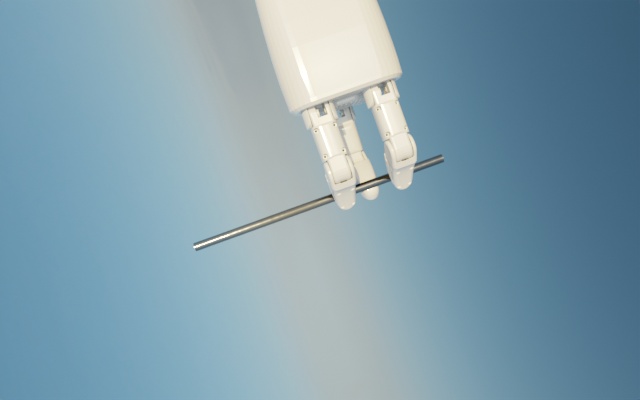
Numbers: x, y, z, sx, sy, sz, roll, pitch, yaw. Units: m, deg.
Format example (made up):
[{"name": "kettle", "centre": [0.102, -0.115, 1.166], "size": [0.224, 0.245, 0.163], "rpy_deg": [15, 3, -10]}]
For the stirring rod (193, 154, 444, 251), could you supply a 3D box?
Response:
[{"name": "stirring rod", "centre": [0.000, 0.001, 0.437], "size": [0.239, 0.011, 0.011], "rpy_deg": [-20, 1, -3]}]
